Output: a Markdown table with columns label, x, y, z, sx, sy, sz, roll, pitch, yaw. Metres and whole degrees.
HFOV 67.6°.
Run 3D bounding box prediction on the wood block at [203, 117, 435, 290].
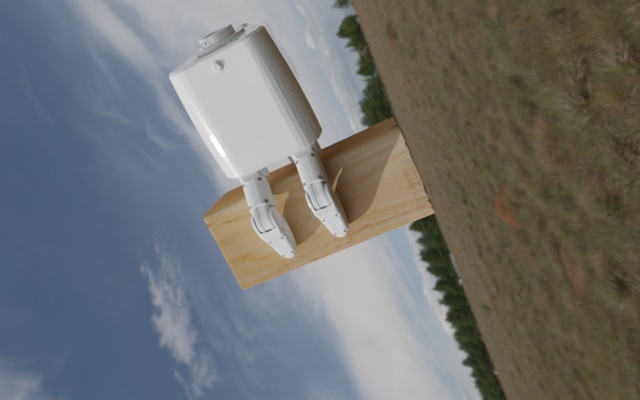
| label | x | y | z | sx | sy | sz | roll | pitch | yaw |
| --- | --- | --- | --- | --- | --- | --- | --- | --- | --- |
| wood block | 0.000 | 0.001 | 0.495 | 0.206 | 0.090 | 0.090 | -23 | 14 | 12 |
